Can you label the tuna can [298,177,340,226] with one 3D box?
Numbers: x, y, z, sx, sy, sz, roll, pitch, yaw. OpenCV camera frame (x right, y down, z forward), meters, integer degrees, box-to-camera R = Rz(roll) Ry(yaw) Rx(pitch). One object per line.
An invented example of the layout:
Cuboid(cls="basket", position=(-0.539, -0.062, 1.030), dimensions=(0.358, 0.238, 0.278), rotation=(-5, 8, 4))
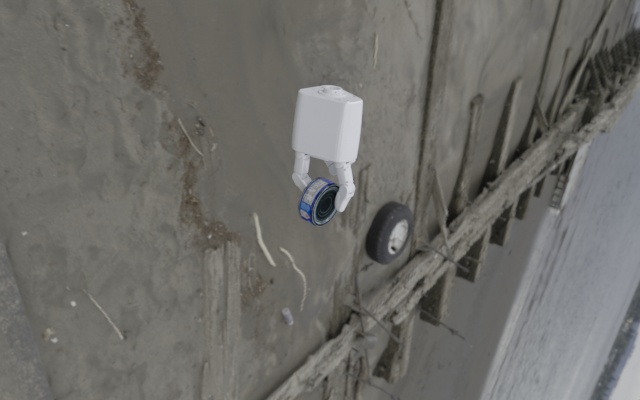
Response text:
Cuboid(cls="tuna can", position=(0.001, 0.003, 0.862), dimensions=(0.033, 0.086, 0.086), rotation=(28, 15, 31))
